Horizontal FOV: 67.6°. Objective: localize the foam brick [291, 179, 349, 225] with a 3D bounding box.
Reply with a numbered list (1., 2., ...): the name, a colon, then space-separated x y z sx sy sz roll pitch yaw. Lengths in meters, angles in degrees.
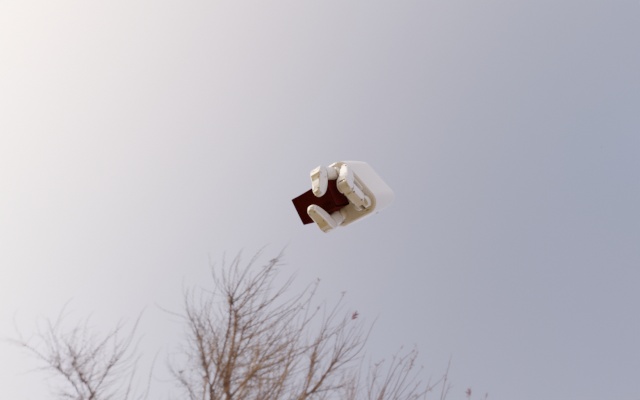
1. foam brick: 0.000 0.003 0.845 0.078 0.053 0.051 -29 -9 29
